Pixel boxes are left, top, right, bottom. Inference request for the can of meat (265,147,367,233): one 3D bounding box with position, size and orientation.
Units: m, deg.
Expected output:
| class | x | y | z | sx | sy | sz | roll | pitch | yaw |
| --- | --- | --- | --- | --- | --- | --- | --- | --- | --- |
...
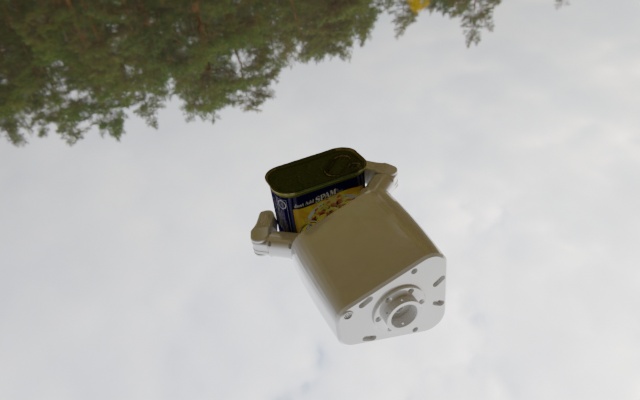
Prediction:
| class | x | y | z | sx | sy | sz | roll | pitch | yaw |
| --- | --- | --- | --- | --- | --- | --- | --- | --- | --- |
| can of meat | 0.000 | 0.002 | 0.505 | 0.102 | 0.084 | 0.057 | -19 | 36 | -16 |
